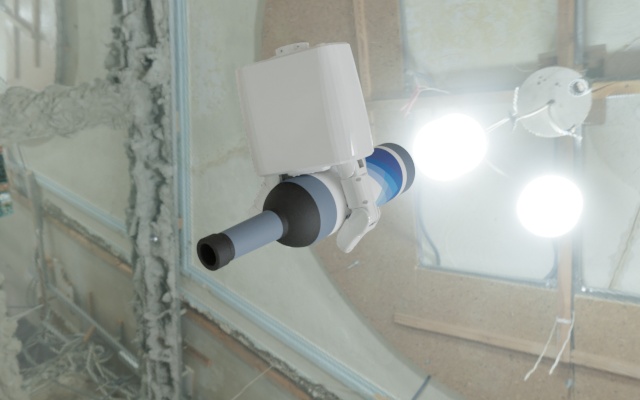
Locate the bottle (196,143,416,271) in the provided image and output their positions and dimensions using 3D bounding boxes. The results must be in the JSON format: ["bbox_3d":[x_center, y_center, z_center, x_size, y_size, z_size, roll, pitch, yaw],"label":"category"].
[{"bbox_3d":[0.000,0.002,0.480,0.069,0.069,0.295,0,16,38],"label":"bottle"}]
